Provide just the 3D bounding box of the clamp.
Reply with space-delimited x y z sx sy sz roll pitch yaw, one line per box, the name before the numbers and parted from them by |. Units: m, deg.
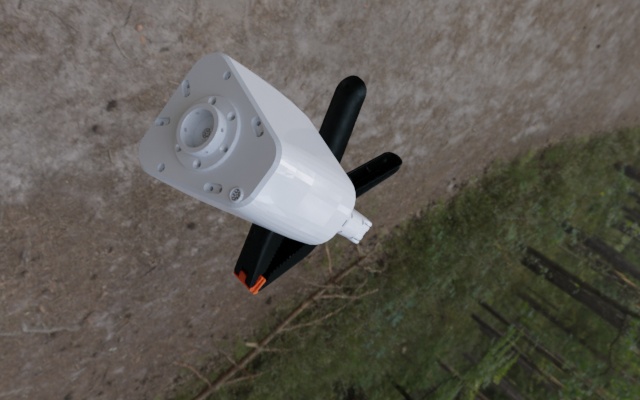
clamp | 0.000 0.002 0.460 0.036 0.210 0.164 39 5 30
